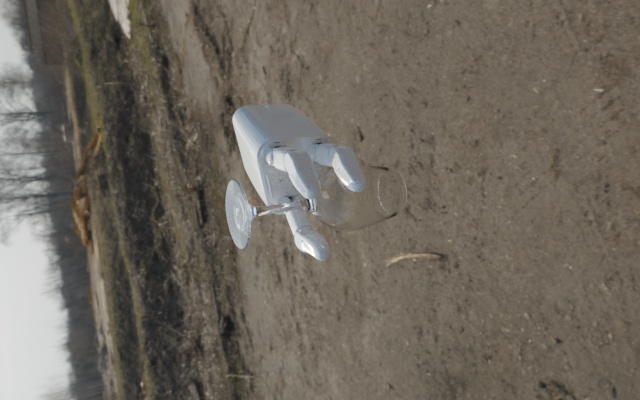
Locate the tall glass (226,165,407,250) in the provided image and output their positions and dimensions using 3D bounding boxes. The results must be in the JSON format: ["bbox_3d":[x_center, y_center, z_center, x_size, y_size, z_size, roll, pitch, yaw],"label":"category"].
[{"bbox_3d":[0.000,0.002,0.542,0.201,0.079,0.079,-8,4,-27],"label":"tall glass"}]
